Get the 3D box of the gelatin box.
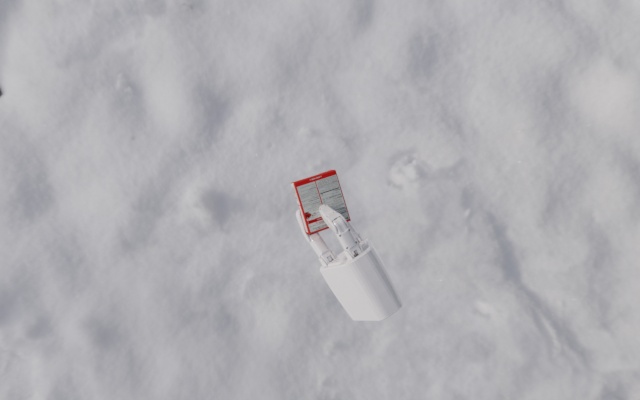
[{"bbox_3d":[0.000,0.002,0.769,0.073,0.089,0.030,-18,6,-13],"label":"gelatin box"}]
